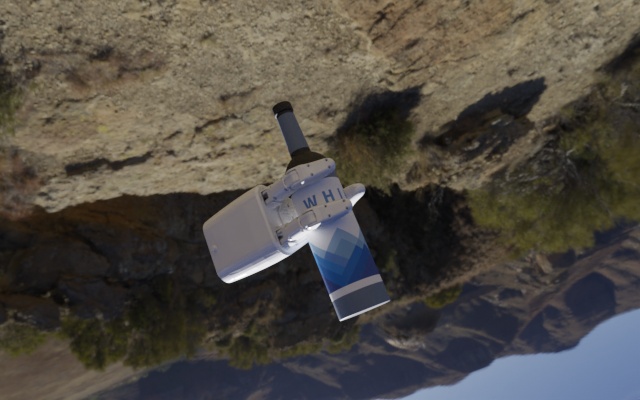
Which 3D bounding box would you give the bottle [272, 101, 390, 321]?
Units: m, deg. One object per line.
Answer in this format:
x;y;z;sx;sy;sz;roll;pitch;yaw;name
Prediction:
0.000;0.002;0.615;0.069;0.295;0.069;-21;-16;-6;bottle
